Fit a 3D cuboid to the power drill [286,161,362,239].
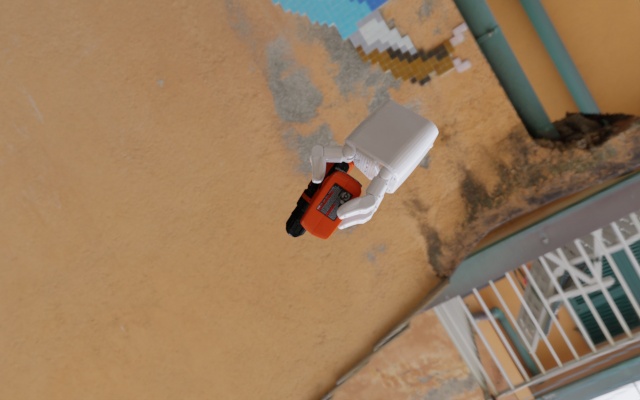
[{"bbox_3d":[0.000,0.003,0.805,0.057,0.184,0.187,32,7,-11],"label":"power drill"}]
